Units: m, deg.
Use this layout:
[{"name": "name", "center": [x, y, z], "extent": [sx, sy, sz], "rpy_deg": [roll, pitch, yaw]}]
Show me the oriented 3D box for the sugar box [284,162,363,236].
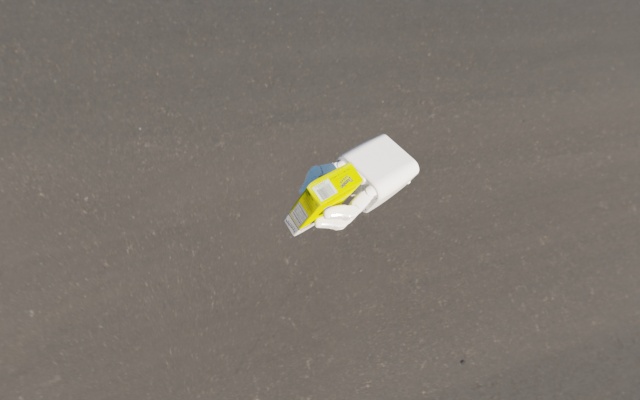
[{"name": "sugar box", "center": [0.001, 0.003, 0.840], "extent": [0.093, 0.048, 0.176], "rpy_deg": [-29, -12, -24]}]
